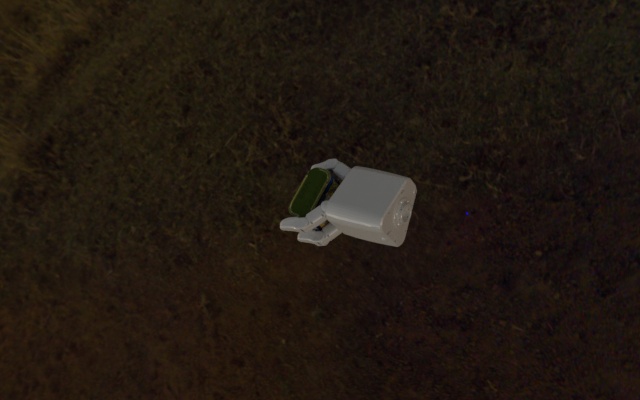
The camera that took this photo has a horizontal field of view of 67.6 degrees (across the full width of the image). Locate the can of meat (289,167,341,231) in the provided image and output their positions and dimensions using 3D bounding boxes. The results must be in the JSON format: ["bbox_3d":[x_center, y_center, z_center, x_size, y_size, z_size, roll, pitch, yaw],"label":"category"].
[{"bbox_3d":[0.000,0.003,0.844,0.057,0.102,0.084,20,-13,38],"label":"can of meat"}]
